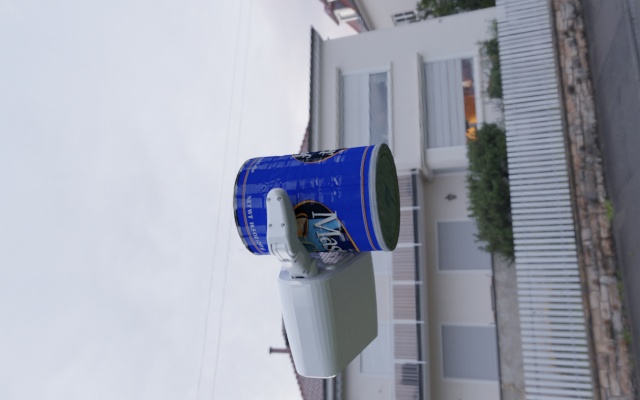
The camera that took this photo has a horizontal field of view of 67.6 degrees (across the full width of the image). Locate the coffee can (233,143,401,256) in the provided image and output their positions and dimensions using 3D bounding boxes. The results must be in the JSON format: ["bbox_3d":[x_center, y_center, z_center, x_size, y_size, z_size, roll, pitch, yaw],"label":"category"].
[{"bbox_3d":[0.000,0.001,0.474,0.140,0.103,0.103,-4,-2,20],"label":"coffee can"}]
